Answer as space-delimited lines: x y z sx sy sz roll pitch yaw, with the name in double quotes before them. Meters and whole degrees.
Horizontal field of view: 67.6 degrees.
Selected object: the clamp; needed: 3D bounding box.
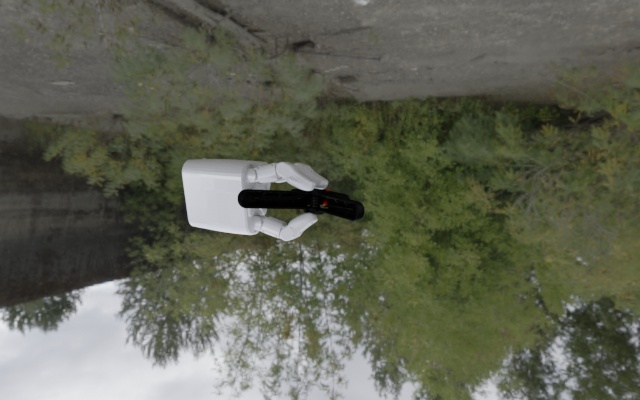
"clamp" 0.000 0.003 0.685 0.164 0.036 0.210 8 5 18
